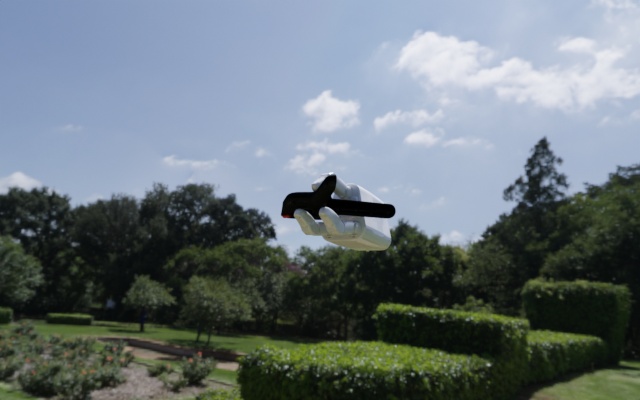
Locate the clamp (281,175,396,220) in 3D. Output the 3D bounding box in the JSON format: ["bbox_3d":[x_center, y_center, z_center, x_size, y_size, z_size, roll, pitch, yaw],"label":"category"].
[{"bbox_3d":[0.000,0.002,0.818,0.210,0.036,0.165,-6,-23,37],"label":"clamp"}]
